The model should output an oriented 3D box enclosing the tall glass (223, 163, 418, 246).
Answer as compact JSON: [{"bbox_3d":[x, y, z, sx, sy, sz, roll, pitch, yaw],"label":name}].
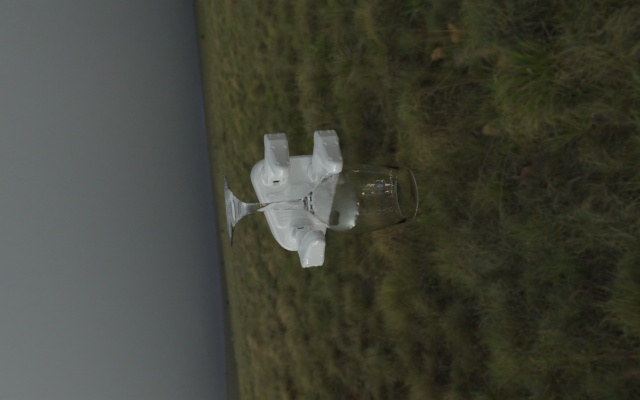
[{"bbox_3d":[-0.001,0.002,0.514,0.201,0.079,0.079,-5,1,-12],"label":"tall glass"}]
